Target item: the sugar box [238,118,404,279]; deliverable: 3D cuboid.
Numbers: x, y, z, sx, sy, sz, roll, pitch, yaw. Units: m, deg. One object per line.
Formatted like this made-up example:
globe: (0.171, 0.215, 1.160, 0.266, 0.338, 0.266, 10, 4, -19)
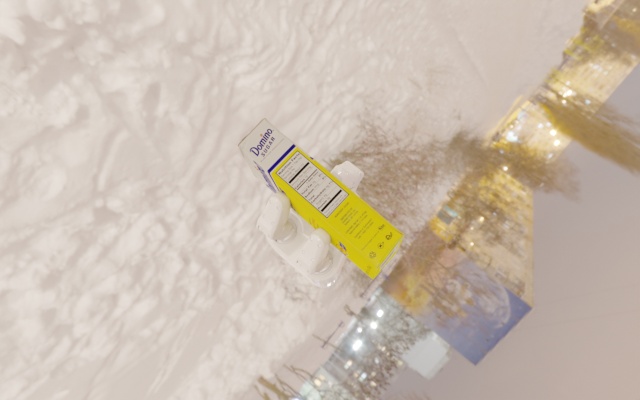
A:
sugar box: (0.000, 0.002, 0.478, 0.176, 0.048, 0.093, 38, -11, 13)
